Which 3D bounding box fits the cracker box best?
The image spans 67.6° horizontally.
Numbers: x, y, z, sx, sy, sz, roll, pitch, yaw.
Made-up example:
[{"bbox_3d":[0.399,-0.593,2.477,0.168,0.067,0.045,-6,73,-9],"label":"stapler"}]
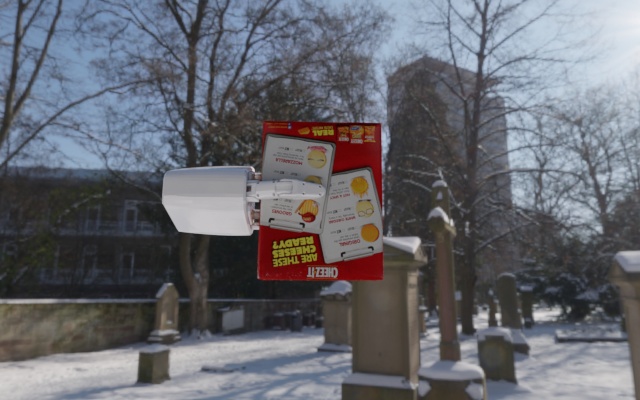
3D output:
[{"bbox_3d":[0.000,0.002,0.656,0.164,0.213,0.072,1,-10,-1],"label":"cracker box"}]
